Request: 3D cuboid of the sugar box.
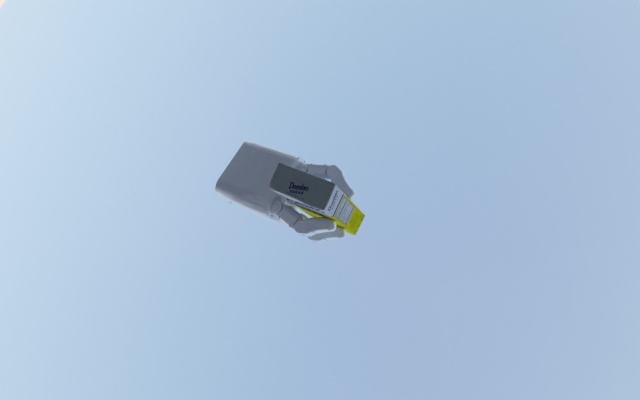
[{"bbox_3d":[0.000,0.003,0.714,0.093,0.048,0.176,22,-5,23],"label":"sugar box"}]
